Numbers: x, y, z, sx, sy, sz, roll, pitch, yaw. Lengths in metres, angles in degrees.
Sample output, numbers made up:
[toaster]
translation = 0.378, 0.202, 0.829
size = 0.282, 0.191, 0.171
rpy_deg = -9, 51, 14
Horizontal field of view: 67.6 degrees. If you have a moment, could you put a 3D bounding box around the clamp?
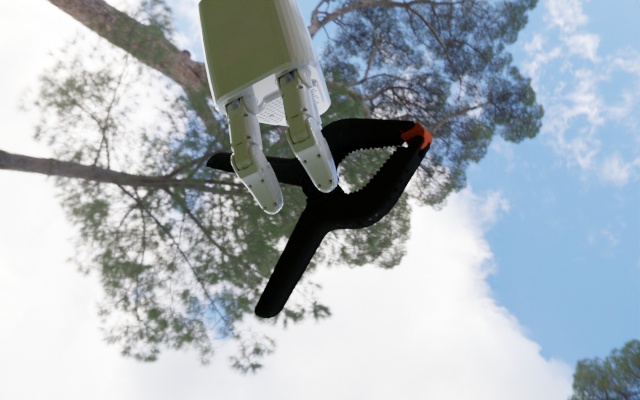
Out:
[clamp]
translation = 0.001, 0.001, 0.412
size = 0.210, 0.164, 0.036
rpy_deg = -21, -14, 23
